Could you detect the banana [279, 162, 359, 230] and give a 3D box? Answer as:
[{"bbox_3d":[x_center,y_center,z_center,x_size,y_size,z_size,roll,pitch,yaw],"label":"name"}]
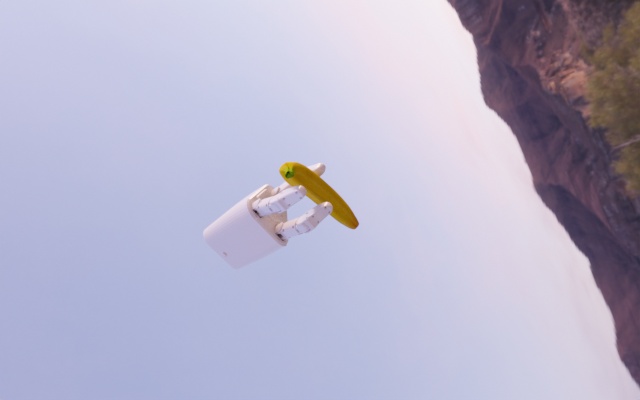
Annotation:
[{"bbox_3d":[-0.007,-0.012,0.753,0.037,0.069,0.198,-37,-42,17],"label":"banana"}]
